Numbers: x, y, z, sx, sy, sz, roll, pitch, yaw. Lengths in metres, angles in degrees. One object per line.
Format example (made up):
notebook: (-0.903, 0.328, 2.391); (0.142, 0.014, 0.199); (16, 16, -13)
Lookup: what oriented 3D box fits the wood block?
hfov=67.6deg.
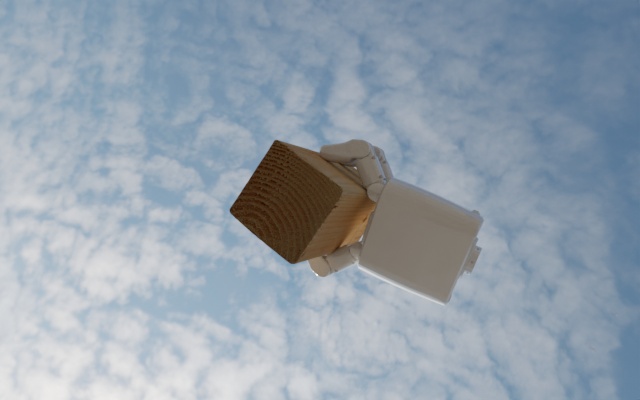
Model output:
wood block: (0.000, 0.002, 0.551); (0.090, 0.091, 0.206); (38, 11, 17)
